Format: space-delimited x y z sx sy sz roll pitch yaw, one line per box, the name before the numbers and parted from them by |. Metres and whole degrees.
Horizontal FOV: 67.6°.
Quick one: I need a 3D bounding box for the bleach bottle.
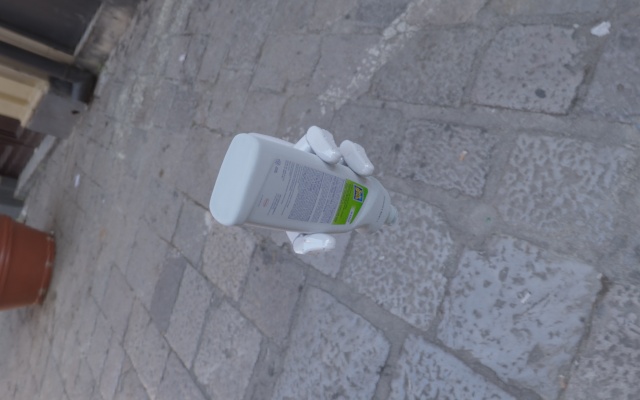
bleach bottle | 0.000 0.002 0.577 0.251 0.102 0.068 16 6 -40
